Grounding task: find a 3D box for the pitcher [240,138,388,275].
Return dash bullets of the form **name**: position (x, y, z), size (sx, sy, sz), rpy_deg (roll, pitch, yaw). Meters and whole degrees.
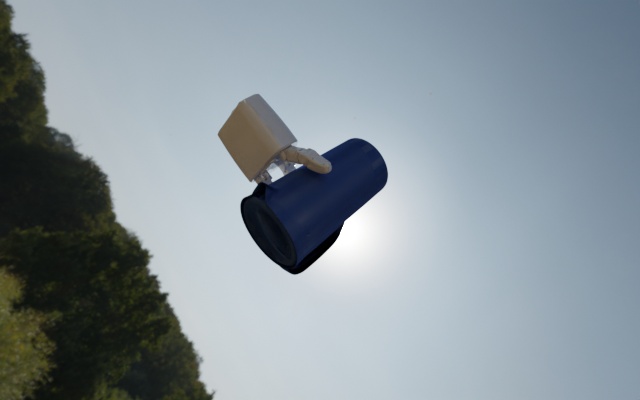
- **pitcher**: position (0.000, 0.002, 0.798), size (0.242, 0.145, 0.149), rpy_deg (-35, -7, -30)
